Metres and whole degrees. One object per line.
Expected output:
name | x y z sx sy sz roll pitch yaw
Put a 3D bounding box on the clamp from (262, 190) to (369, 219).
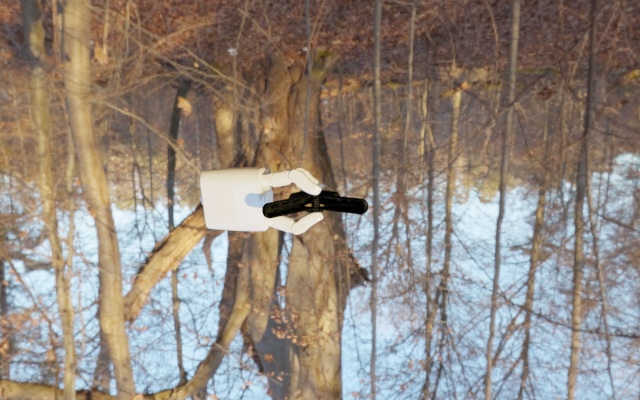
clamp | 0.000 0.003 0.824 0.164 0.036 0.210 -1 7 6
